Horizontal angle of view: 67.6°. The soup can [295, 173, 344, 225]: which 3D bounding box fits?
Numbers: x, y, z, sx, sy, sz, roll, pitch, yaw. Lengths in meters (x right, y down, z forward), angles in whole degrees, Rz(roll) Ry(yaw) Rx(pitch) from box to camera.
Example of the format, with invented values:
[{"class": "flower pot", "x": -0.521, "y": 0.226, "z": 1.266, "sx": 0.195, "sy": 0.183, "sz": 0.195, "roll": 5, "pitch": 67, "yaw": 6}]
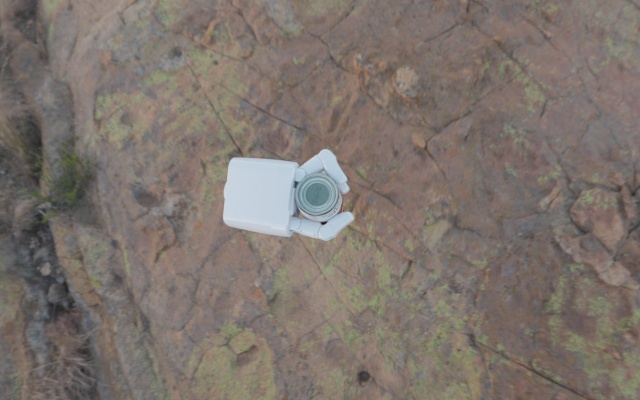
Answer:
[{"class": "soup can", "x": 0.001, "y": 0.003, "z": 0.749, "sx": 0.068, "sy": 0.068, "sz": 0.102, "roll": 0, "pitch": -15, "yaw": 7}]
